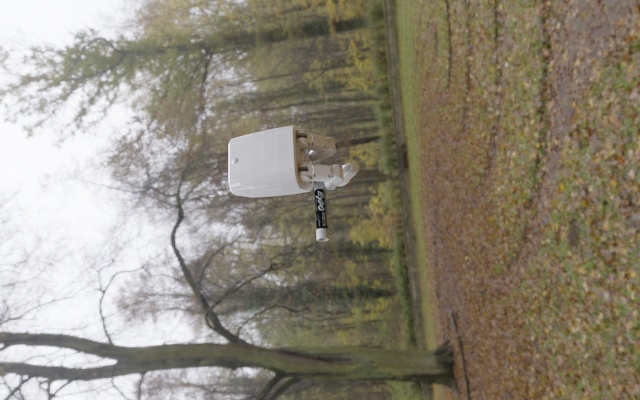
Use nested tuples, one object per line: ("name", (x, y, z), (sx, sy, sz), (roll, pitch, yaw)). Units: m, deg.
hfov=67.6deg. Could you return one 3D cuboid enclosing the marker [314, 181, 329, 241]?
("marker", (0.000, 0.002, 0.731), (0.020, 0.121, 0.020), (-3, -21, -1))
